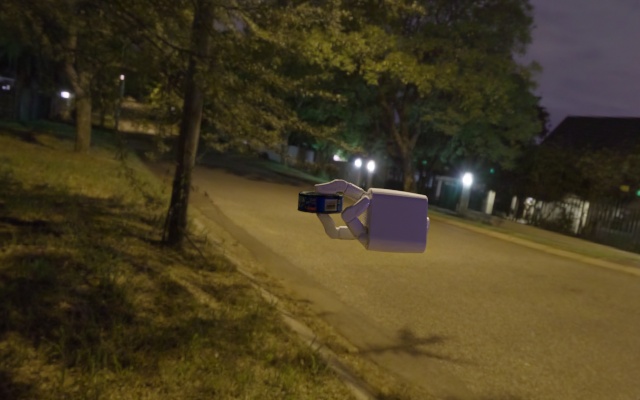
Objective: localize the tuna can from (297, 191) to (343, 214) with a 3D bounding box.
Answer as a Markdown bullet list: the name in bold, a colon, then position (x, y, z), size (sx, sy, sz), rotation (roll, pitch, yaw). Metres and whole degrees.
- **tuna can**: position (0.000, 0.002, 0.897), size (0.086, 0.034, 0.086), rotation (3, 7, 0)
